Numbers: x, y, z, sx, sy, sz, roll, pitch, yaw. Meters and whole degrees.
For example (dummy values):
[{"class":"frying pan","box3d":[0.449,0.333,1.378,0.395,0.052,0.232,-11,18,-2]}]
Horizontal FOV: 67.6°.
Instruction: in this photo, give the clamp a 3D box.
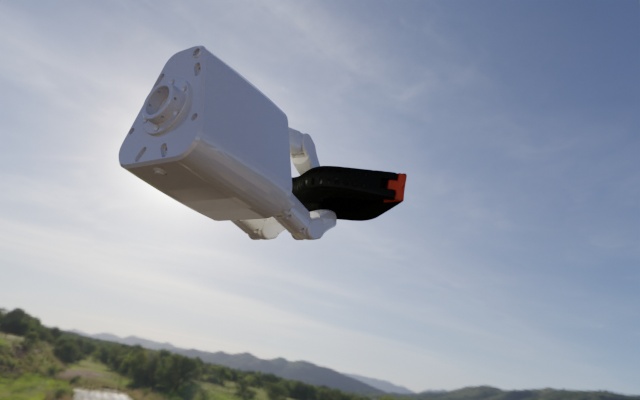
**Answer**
[{"class":"clamp","box3d":[0.001,0.001,0.508,0.210,0.036,0.165,-4,-25,33]}]
